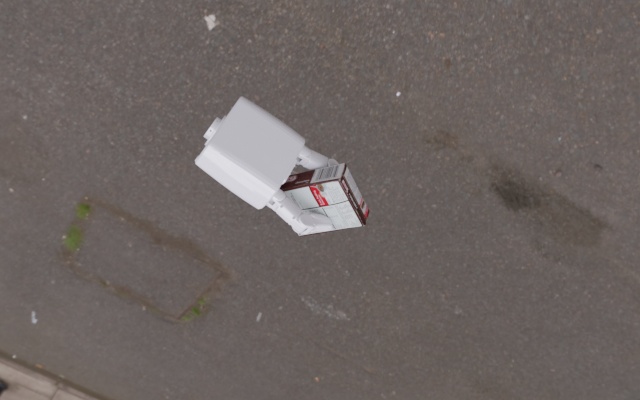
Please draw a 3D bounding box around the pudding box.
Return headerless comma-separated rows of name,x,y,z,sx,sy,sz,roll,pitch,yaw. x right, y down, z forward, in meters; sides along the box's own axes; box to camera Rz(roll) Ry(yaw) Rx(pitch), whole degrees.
pudding box,0.000,0.002,0.675,0.113,0.090,0.039,-10,38,29
